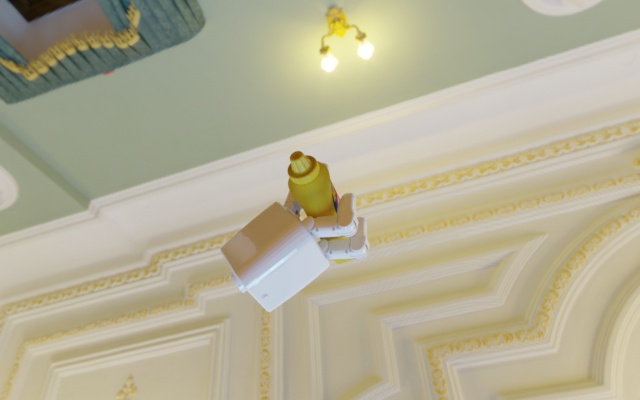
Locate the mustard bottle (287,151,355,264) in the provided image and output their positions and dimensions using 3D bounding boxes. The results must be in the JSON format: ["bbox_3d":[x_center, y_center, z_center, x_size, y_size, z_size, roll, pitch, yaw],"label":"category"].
[{"bbox_3d":[0.000,0.002,0.662,0.058,0.096,0.192,-21,-43,7],"label":"mustard bottle"}]
